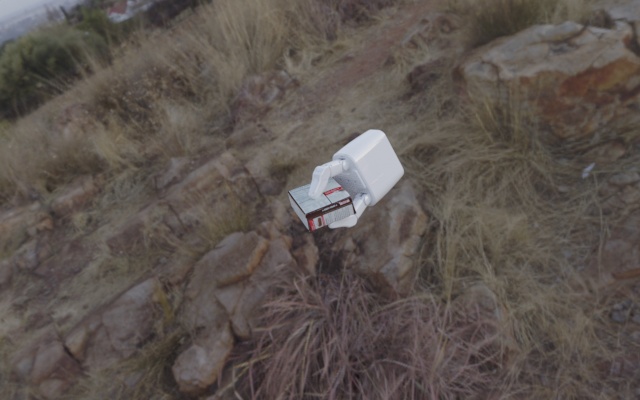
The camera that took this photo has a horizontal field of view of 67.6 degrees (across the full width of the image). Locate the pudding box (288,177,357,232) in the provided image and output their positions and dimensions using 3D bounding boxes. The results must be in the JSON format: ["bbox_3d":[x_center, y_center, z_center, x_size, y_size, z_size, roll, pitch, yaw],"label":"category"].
[{"bbox_3d":[0.000,0.003,0.847,0.090,0.039,0.113,-22,27,-10],"label":"pudding box"}]
